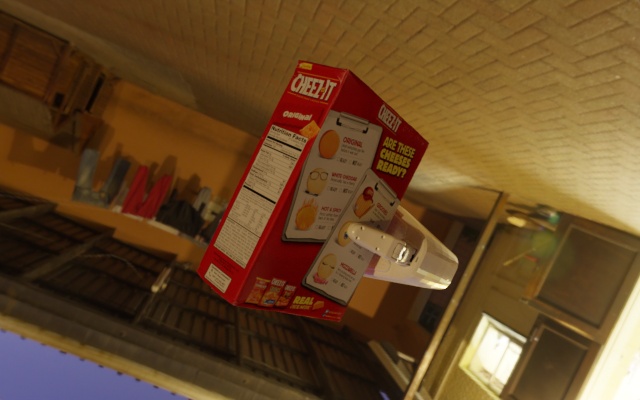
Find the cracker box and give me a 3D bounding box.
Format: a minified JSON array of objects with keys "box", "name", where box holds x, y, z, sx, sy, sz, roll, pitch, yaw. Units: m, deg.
[{"box":[0.000,0.002,0.462,0.072,0.213,0.164,26,0,39],"name":"cracker box"}]
